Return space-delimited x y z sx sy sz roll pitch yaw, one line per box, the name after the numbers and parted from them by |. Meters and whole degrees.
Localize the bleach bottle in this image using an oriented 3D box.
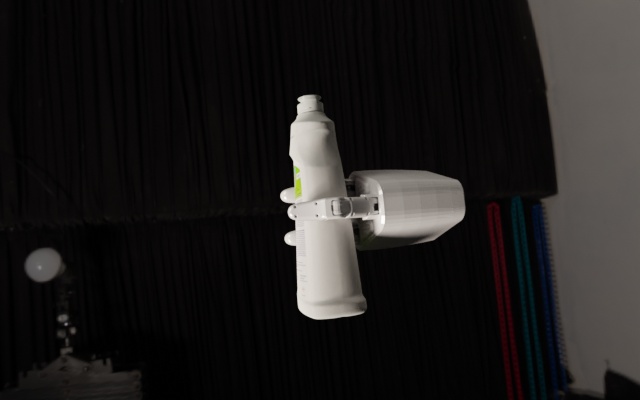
0.000 0.002 0.552 0.068 0.251 0.102 -4 -4 -15 | bleach bottle
